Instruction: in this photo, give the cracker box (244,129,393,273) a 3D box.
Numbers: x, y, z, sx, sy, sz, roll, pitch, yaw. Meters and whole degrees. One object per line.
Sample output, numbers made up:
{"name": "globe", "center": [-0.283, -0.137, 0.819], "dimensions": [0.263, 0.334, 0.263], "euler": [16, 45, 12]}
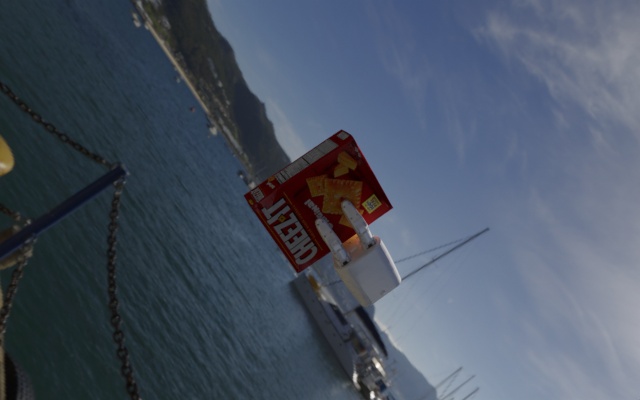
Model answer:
{"name": "cracker box", "center": [0.000, 0.003, 0.851], "dimensions": [0.213, 0.164, 0.072], "euler": [-35, 26, -5]}
